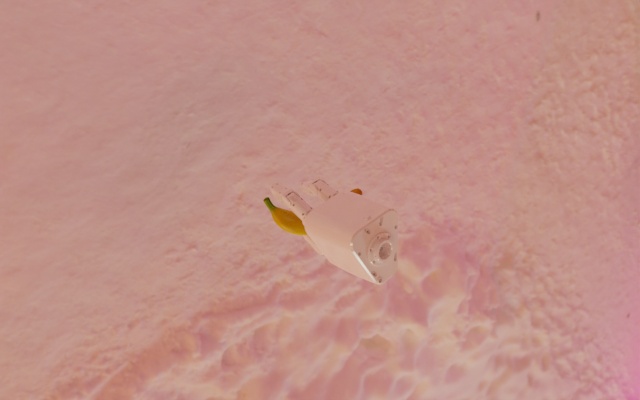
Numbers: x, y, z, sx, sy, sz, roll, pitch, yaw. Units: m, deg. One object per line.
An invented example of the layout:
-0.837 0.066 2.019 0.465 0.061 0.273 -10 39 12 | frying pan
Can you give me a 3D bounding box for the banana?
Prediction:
-0.003 0.021 0.810 0.198 0.069 0.037 -6 11 -36 | banana
